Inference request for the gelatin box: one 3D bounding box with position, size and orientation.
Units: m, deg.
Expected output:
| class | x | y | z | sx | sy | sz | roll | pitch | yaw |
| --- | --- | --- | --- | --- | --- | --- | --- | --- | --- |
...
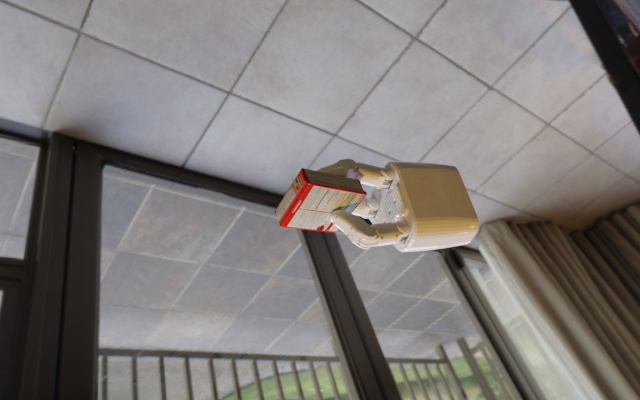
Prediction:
| class | x | y | z | sx | sy | sz | roll | pitch | yaw |
| --- | --- | --- | --- | --- | --- | --- | --- | --- | --- |
| gelatin box | 0.000 | 0.002 | 0.577 | 0.089 | 0.030 | 0.073 | 8 | -49 | -36 |
